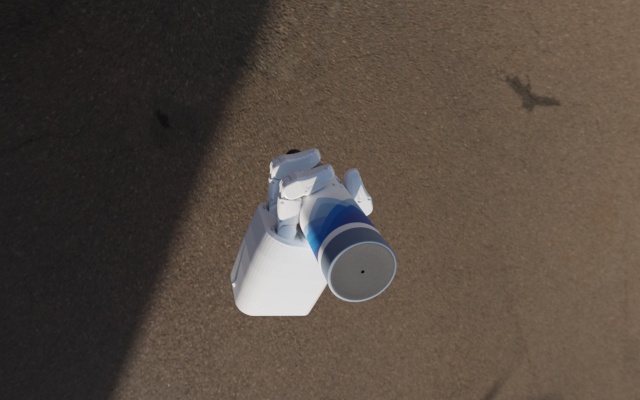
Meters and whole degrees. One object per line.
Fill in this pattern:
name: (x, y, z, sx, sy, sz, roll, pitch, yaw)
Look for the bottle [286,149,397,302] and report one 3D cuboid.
bottle: (0.000, 0.002, 0.557, 0.069, 0.069, 0.295, 0, 25, -17)
